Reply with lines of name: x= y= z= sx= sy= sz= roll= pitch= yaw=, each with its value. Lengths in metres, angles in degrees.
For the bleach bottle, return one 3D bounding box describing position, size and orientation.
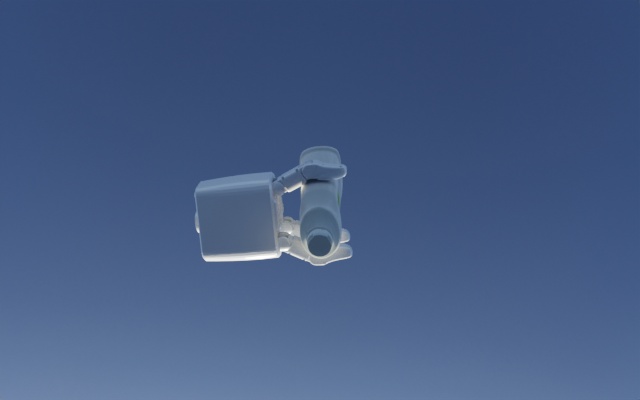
bleach bottle: x=0.000 y=0.002 z=0.673 sx=0.068 sy=0.103 sz=0.250 roll=-5 pitch=20 yaw=3
